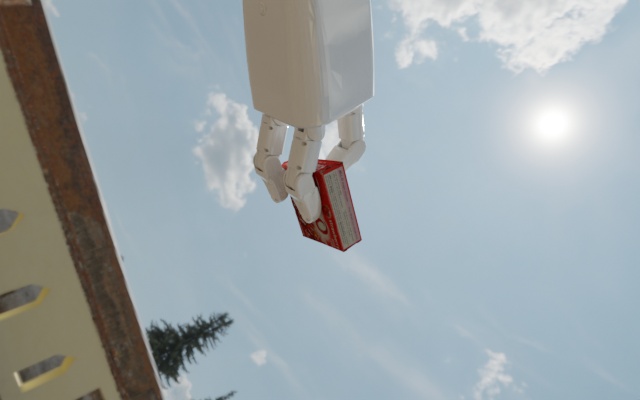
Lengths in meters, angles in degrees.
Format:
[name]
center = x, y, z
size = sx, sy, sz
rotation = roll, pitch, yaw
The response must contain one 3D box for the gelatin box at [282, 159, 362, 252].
[gelatin box]
center = 0.001, 0.002, 0.489
size = 0.030, 0.089, 0.073
rotation = -29, 25, -29
